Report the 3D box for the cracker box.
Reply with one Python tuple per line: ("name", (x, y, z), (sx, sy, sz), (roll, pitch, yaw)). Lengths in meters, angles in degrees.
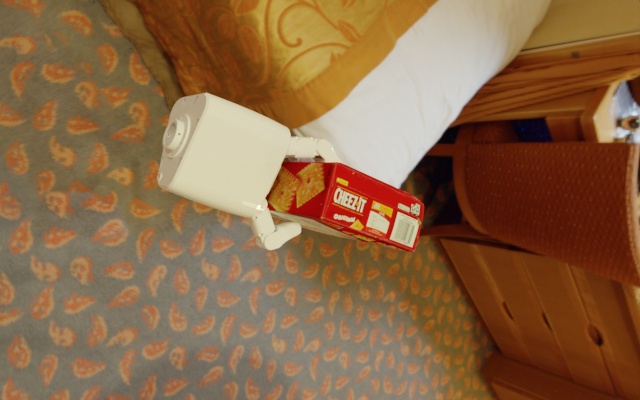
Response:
("cracker box", (0.000, 0.002, 0.621), (0.164, 0.072, 0.213), (21, -8, -39))
